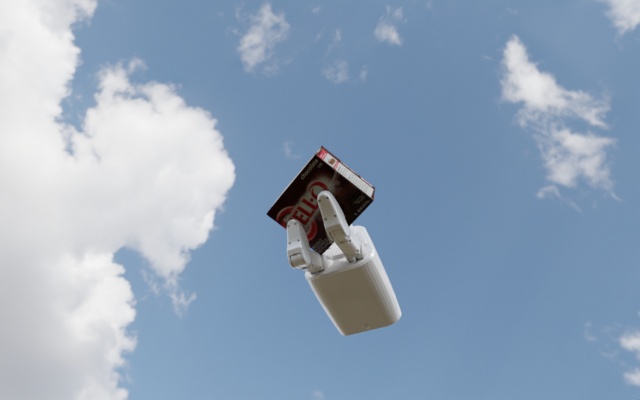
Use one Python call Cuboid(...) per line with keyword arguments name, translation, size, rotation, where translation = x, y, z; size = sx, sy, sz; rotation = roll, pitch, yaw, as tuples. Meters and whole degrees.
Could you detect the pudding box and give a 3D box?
Cuboid(name="pudding box", translation=(0.000, 0.002, 0.597), size=(0.090, 0.113, 0.039), rotation=(37, 27, -7))
